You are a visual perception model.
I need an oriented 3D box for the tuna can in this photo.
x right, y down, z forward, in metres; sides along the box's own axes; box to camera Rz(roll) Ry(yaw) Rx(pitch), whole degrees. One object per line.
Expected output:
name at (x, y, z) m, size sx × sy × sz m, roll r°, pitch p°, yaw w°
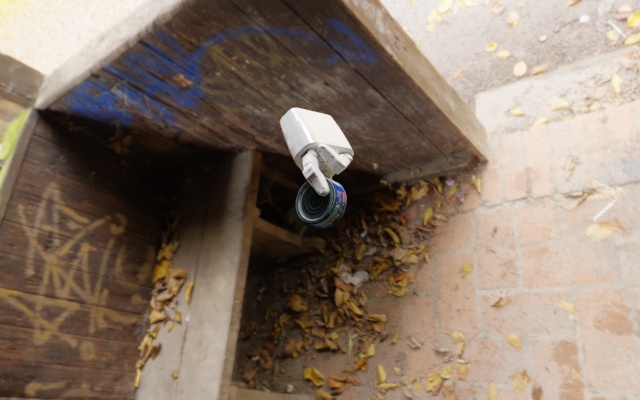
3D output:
tuna can at (0.000, 0.003, 0.814) m, size 0.086 × 0.086 × 0.034 m, roll 0°, pitch -16°, yaw 37°
